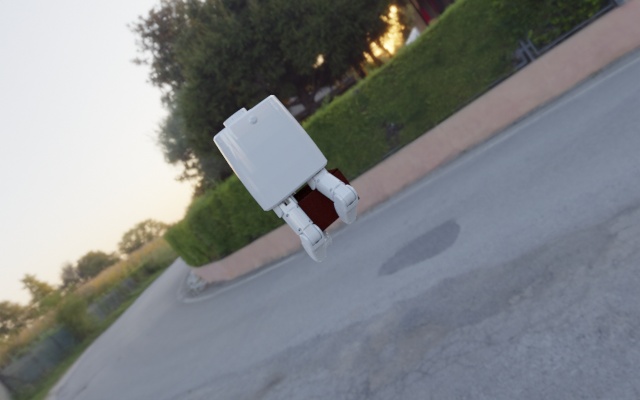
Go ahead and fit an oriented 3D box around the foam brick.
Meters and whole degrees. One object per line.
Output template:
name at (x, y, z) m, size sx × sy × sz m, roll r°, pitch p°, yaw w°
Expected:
foam brick at (0.000, 0.002, 0.615) m, size 0.078 × 0.051 × 0.053 m, roll -40°, pitch 12°, yaw -19°
